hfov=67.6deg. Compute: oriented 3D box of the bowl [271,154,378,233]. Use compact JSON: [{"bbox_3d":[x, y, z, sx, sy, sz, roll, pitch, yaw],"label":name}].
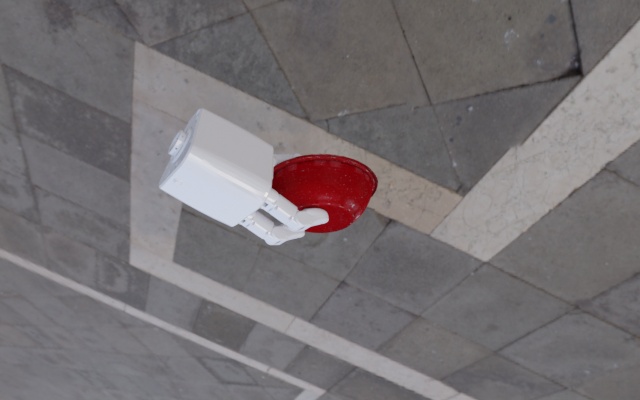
[{"bbox_3d":[0.001,0.003,0.661,0.162,0.055,0.162,-1,-28,0],"label":"bowl"}]
